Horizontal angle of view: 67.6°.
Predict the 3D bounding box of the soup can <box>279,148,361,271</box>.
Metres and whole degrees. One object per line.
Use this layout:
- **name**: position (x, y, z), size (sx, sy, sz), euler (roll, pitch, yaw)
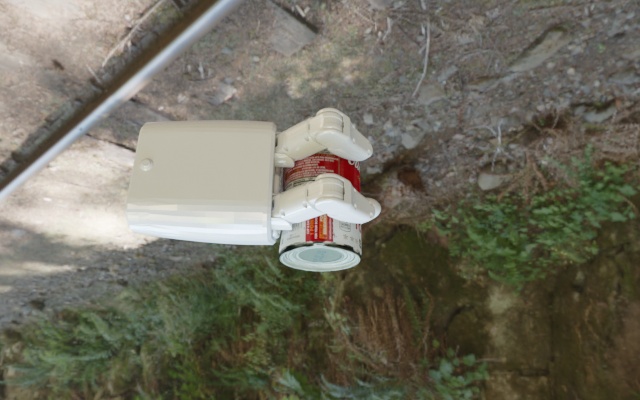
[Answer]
- **soup can**: position (0.001, 0.002, 0.401), size (0.068, 0.102, 0.068), euler (1, -24, 0)
